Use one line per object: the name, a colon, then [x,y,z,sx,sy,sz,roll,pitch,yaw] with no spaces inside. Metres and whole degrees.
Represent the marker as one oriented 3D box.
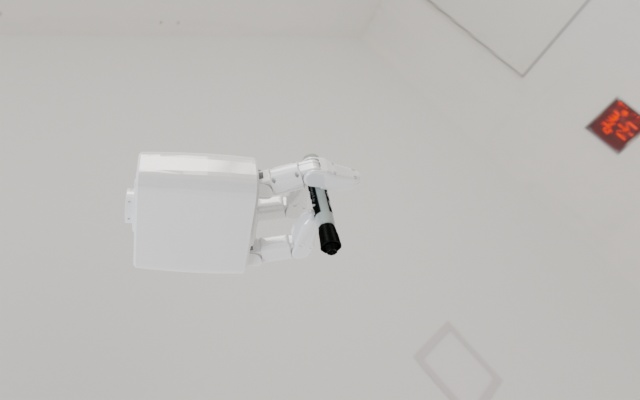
marker: [0.000,0.002,0.455,0.020,0.121,0.020,-7,-42,-6]
